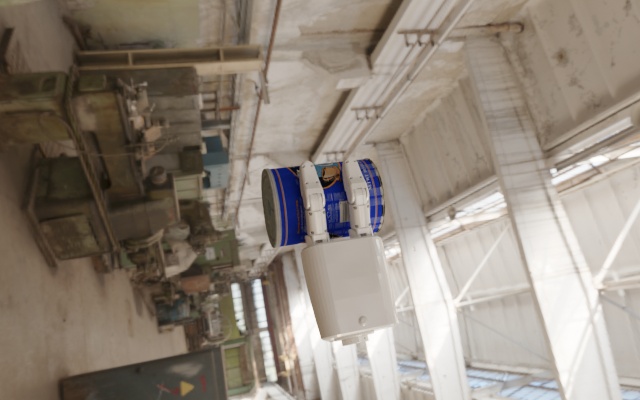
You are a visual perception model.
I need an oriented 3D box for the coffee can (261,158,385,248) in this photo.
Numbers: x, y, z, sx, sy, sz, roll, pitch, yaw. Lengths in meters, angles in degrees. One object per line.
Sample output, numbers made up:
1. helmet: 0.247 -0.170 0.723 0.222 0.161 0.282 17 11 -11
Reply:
1. coffee can: 0.000 0.002 0.626 0.140 0.103 0.103 -7 2 -14
